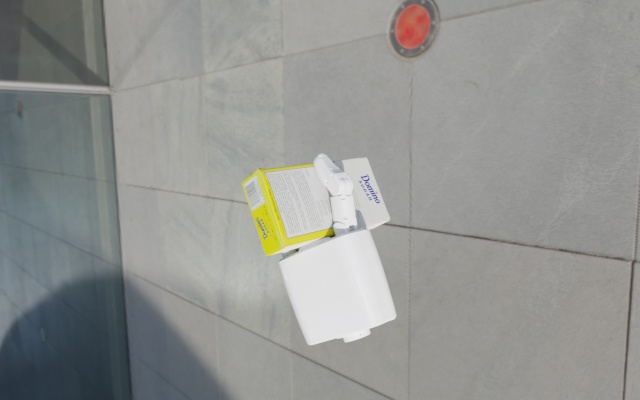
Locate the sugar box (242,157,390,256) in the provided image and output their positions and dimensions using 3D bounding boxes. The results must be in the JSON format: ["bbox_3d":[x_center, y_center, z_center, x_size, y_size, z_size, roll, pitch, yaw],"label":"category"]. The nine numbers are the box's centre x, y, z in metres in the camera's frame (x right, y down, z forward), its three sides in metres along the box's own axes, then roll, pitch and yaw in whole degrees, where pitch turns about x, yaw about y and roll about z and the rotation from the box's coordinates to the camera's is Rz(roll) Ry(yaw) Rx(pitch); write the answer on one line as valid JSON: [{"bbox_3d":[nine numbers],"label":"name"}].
[{"bbox_3d":[0.000,0.002,0.579,0.176,0.093,0.048,-9,-15,-43],"label":"sugar box"}]
